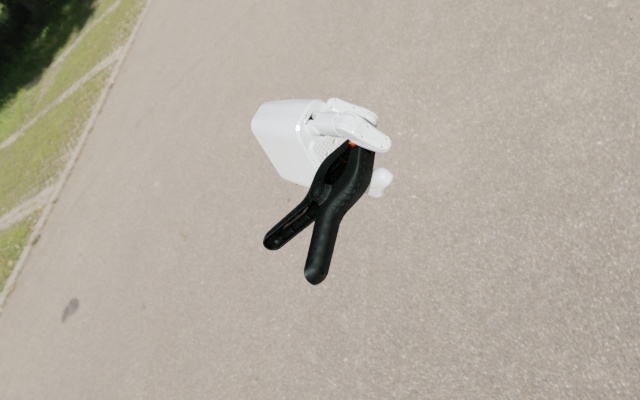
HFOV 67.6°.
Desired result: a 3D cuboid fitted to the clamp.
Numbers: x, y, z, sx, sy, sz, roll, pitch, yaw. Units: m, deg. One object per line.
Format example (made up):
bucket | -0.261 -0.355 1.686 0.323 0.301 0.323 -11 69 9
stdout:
clamp | 0.000 0.001 0.525 0.120 0.171 0.039 14 -20 49
